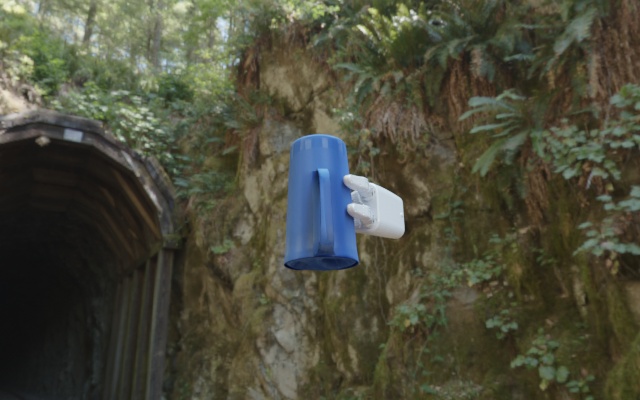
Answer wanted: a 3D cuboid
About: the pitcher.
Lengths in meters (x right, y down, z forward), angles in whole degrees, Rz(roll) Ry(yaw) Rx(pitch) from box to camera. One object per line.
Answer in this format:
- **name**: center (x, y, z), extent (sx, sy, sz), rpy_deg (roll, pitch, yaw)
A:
- **pitcher**: center (0.000, 0.003, 0.874), extent (0.149, 0.242, 0.145), rpy_deg (-17, -23, 38)
